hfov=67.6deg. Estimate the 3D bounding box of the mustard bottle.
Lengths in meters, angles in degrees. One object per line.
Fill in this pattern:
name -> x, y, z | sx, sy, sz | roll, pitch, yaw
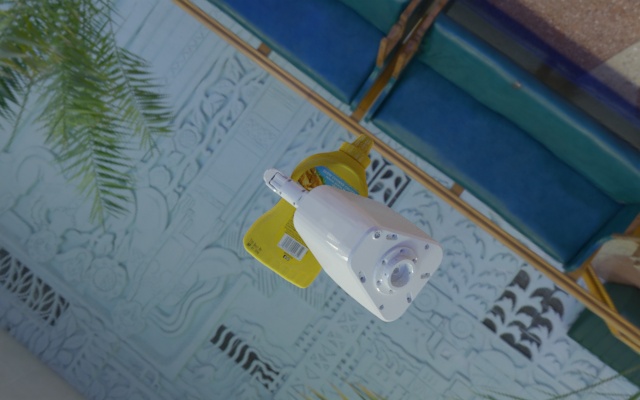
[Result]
mustard bottle -> 0.000, 0.002, 0.568 | 0.096, 0.191, 0.058 | 37, -1, -12
